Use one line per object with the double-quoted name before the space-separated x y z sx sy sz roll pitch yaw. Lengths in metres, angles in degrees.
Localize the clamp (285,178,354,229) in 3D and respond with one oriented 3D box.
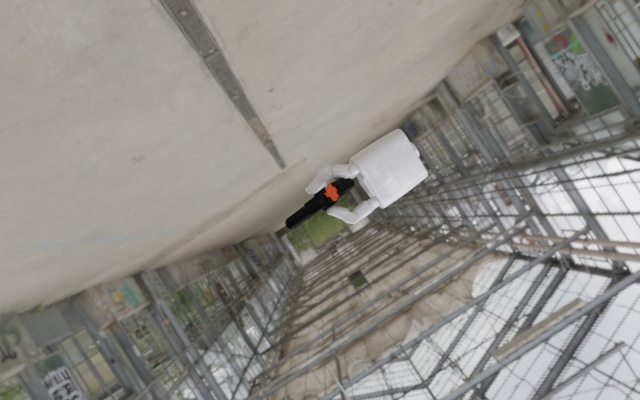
"clamp" 0.001 0.003 0.888 0.164 0.036 0.210 -35 -1 -2
